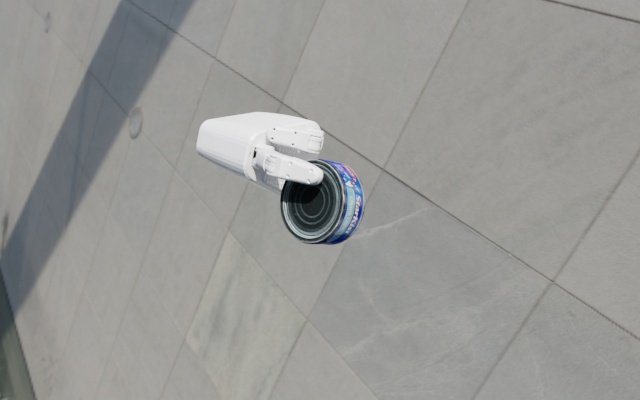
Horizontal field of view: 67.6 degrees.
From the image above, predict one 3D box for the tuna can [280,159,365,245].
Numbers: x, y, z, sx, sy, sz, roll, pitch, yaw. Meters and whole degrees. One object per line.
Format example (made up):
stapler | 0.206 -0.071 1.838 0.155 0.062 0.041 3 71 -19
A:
tuna can | 0.000 0.002 0.477 0.086 0.086 0.034 0 -4 39
